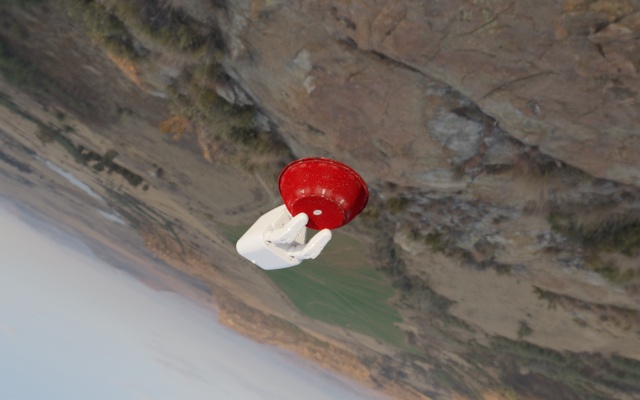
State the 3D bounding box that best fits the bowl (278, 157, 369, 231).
[{"bbox_3d":[0.001,0.002,0.817,0.162,0.055,0.162,8,-41,7],"label":"bowl"}]
